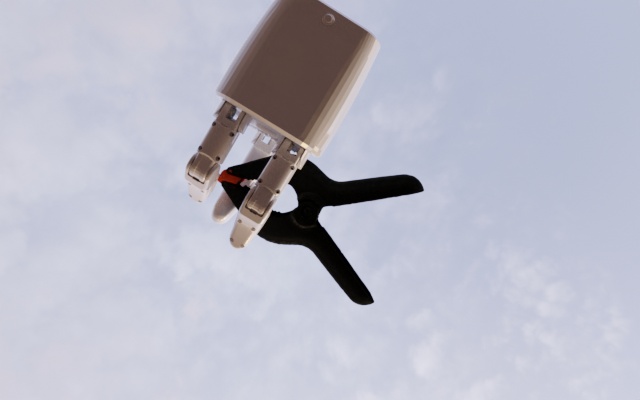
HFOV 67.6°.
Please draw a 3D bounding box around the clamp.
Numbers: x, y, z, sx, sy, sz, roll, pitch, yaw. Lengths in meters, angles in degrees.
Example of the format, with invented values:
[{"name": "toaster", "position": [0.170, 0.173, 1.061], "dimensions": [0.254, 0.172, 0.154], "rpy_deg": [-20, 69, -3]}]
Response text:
[{"name": "clamp", "position": [0.000, 0.001, 0.413], "dimensions": [0.171, 0.120, 0.039], "rpy_deg": [31, 1, -3]}]
